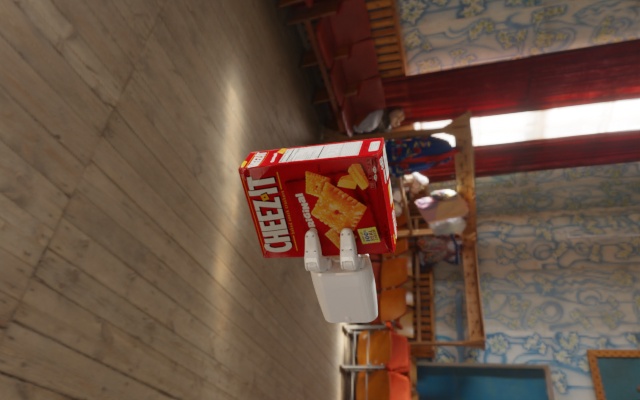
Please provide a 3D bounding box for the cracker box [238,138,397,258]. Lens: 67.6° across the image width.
[{"bbox_3d":[0.000,0.002,0.729,0.214,0.164,0.072,-4,27,16],"label":"cracker box"}]
